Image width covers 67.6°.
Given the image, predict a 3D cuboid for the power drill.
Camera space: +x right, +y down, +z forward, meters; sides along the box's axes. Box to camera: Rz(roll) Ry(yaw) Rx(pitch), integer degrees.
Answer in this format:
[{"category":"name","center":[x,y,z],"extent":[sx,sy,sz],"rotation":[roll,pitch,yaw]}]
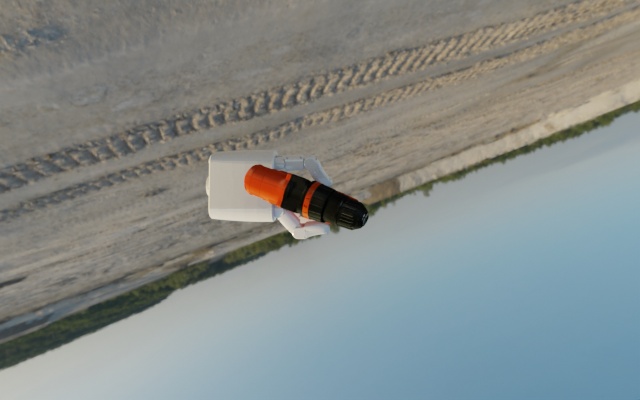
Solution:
[{"category":"power drill","center":[0.000,0.002,0.715],"extent":[0.184,0.057,0.188],"rotation":[22,-1,19]}]
